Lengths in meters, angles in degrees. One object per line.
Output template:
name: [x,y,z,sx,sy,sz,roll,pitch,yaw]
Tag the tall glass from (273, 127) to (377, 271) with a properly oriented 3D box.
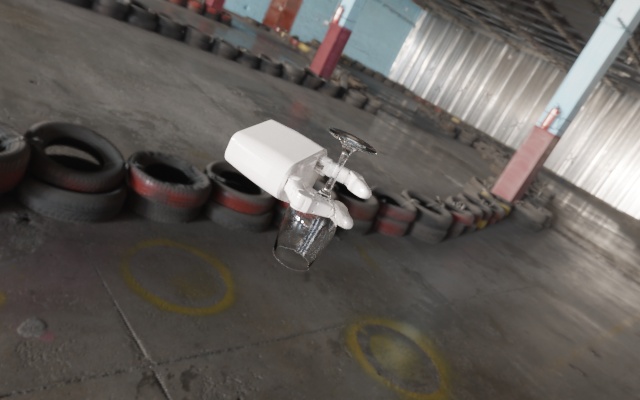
tall glass: [0.000,0.002,0.675,0.079,0.201,0.079,24,19,-9]
